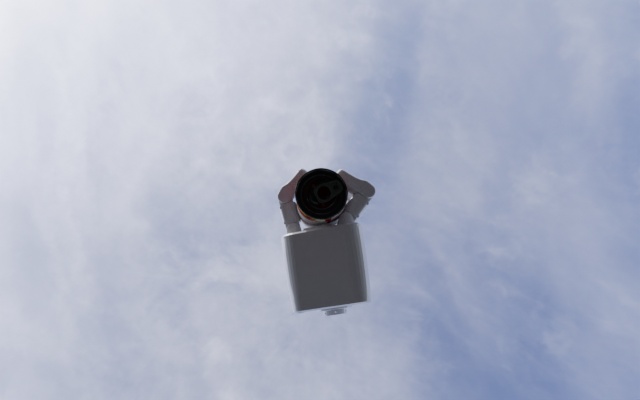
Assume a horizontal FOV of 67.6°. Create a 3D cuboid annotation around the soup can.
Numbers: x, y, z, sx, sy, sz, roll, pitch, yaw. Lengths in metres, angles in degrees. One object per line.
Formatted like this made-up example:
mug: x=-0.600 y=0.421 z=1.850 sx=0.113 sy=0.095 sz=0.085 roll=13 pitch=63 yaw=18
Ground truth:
soup can: x=0.000 y=0.002 z=0.655 sx=0.068 sy=0.068 sz=0.102 roll=0 pitch=-13 yaw=-1
